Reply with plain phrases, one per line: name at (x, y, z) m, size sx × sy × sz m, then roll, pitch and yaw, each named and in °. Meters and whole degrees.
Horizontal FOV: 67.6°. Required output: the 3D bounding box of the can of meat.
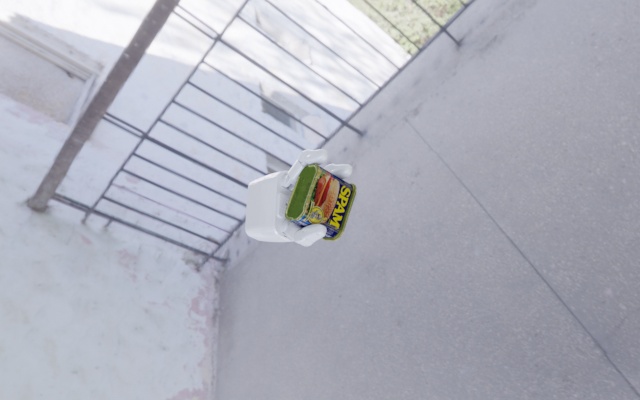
can of meat at (0.000, 0.002, 0.761) m, size 0.084 × 0.102 × 0.057 m, roll 29°, pitch -18°, yaw -32°
